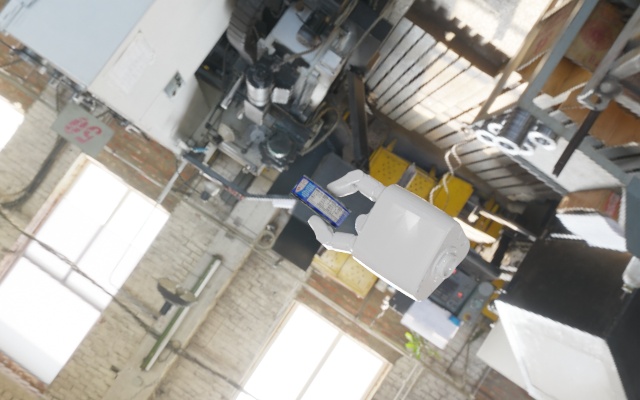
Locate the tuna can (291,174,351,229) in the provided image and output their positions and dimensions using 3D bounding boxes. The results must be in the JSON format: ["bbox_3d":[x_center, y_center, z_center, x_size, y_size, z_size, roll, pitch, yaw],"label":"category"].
[{"bbox_3d":[0.000,0.003,0.678,0.086,0.034,0.086,38,-2,2],"label":"tuna can"}]
